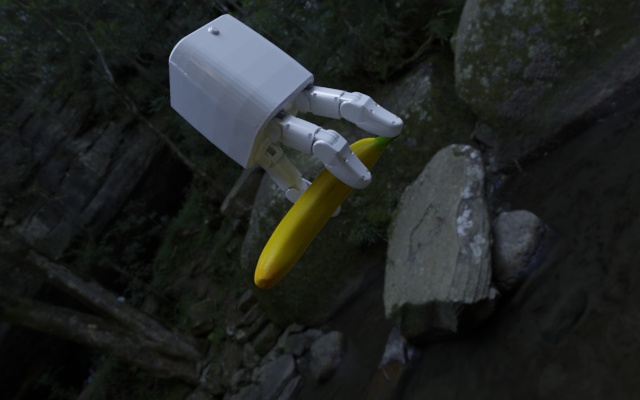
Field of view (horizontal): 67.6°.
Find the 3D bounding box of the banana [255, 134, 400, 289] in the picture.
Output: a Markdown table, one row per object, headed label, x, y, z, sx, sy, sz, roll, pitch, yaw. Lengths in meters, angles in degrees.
| label | x | y | z | sx | sy | sz | roll | pitch | yaw |
| --- | --- | --- | --- | --- | --- | --- | --- | --- | --- |
| banana | -0.001 | 0.003 | 0.458 | 0.037 | 0.197 | 0.070 | 40 | -16 | -1 |
